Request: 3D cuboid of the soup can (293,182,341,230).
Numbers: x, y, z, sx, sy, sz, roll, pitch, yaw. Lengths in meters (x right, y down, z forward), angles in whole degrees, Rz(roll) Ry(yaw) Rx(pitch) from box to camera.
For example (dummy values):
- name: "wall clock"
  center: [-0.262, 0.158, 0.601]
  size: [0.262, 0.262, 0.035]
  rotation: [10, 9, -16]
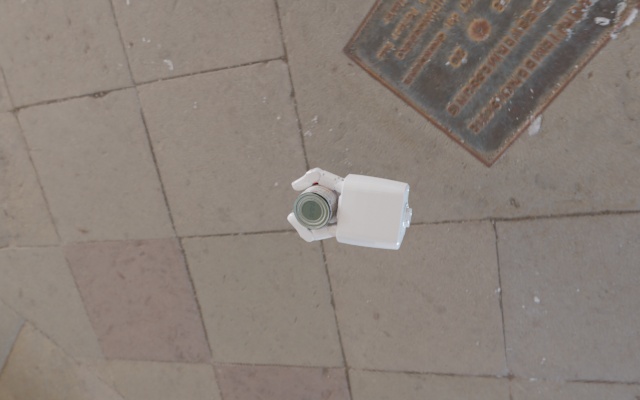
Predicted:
- name: "soup can"
  center: [0.000, 0.003, 0.841]
  size: [0.068, 0.068, 0.102]
  rotation: [0, 18, 19]
